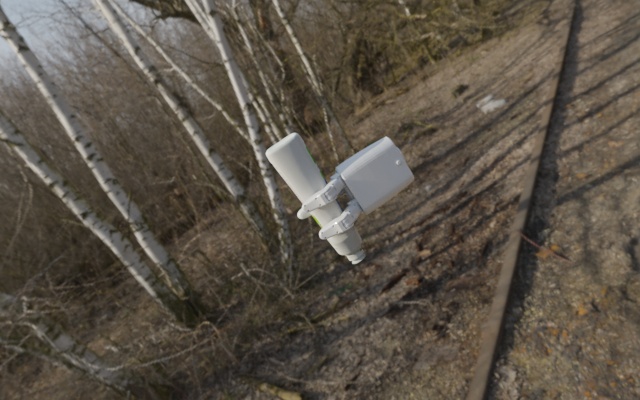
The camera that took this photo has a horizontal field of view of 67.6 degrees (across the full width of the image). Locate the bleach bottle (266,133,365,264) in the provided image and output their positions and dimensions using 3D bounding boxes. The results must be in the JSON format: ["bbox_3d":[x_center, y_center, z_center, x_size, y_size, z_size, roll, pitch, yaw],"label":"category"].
[{"bbox_3d":[0.000,0.003,0.843,0.068,0.251,0.102,-34,13,-1],"label":"bleach bottle"}]
